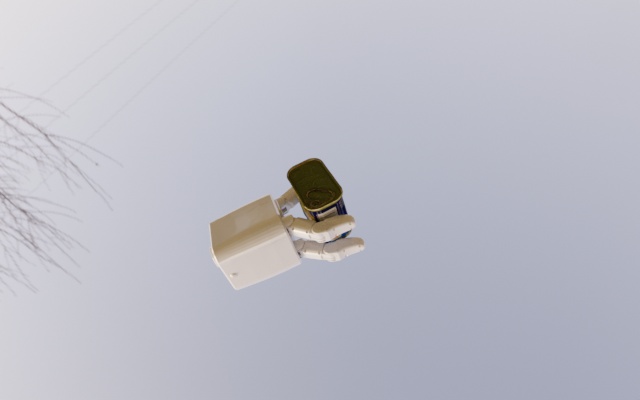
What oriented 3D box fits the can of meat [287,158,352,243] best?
[{"bbox_3d":[0.000,0.002,0.695,0.057,0.084,0.102,-27,45,-7],"label":"can of meat"}]
